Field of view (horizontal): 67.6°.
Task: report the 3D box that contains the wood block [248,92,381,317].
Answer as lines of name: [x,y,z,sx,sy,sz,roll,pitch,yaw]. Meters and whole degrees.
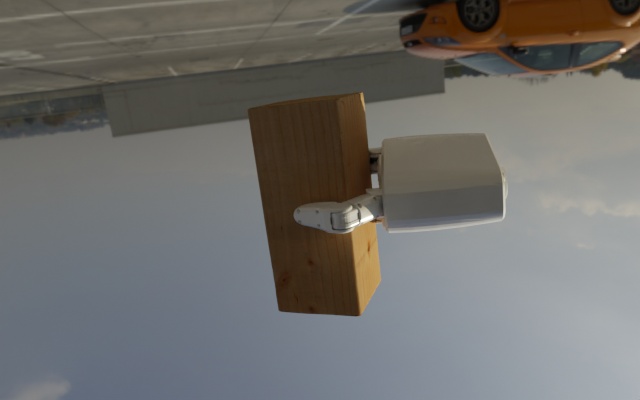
wood block: [0.000,0.002,0.484,0.090,0.206,0.090,-1,15,22]
